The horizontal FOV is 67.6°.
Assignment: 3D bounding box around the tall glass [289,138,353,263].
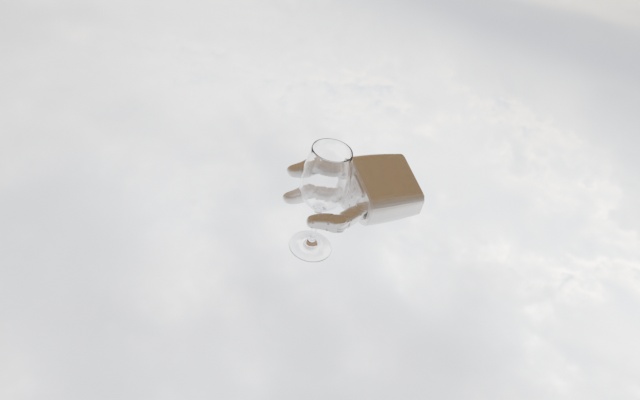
[{"bbox_3d":[0.000,0.003,0.750,0.079,0.201,0.079,8,39,-6],"label":"tall glass"}]
